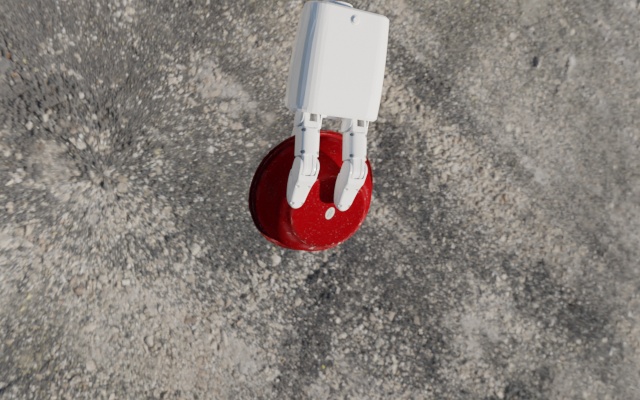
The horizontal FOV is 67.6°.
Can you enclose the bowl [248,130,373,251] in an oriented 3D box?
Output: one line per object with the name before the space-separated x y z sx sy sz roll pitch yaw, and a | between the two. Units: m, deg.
bowl | 0.000 0.003 0.563 0.162 0.162 0.055 0 26 -23
